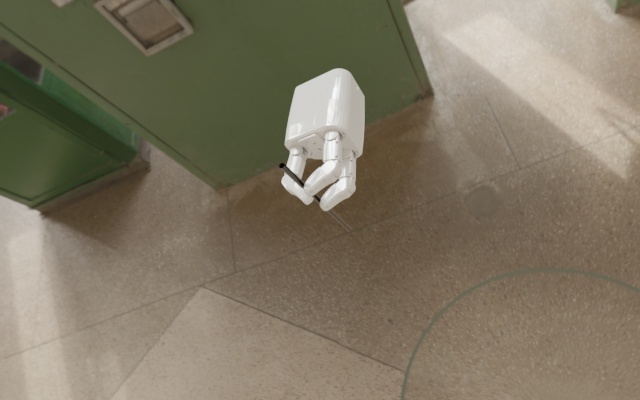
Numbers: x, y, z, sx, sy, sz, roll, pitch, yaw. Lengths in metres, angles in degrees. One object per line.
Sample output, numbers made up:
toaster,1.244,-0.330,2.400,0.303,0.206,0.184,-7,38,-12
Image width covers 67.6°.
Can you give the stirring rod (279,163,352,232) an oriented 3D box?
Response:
stirring rod,0.000,0.002,0.710,0.011,0.011,0.240,0,-23,27
